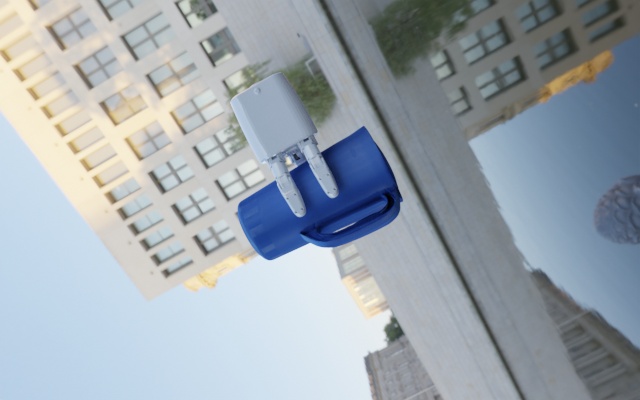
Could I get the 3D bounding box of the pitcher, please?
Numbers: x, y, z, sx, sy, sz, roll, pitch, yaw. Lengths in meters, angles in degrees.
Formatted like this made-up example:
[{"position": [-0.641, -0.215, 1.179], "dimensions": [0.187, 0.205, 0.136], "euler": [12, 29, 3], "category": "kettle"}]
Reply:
[{"position": [0.000, 0.002, 0.744], "dimensions": [0.243, 0.145, 0.149], "euler": [-28, 1, 5], "category": "pitcher"}]
